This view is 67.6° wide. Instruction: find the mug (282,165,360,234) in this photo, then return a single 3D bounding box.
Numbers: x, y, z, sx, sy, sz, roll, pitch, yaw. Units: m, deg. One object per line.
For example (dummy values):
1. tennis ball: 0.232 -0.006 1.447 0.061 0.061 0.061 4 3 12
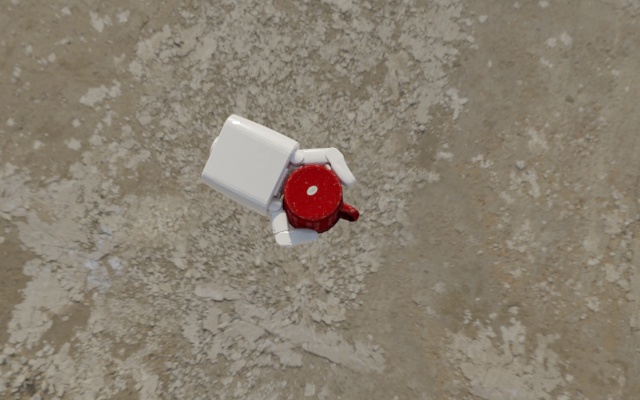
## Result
1. mug: 0.001 0.003 0.681 0.117 0.093 0.081 25 -11 4
